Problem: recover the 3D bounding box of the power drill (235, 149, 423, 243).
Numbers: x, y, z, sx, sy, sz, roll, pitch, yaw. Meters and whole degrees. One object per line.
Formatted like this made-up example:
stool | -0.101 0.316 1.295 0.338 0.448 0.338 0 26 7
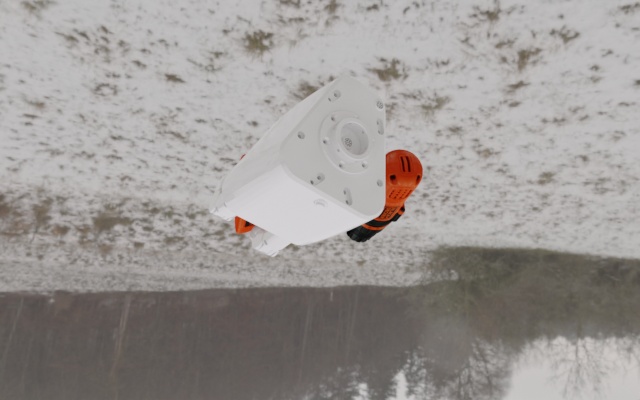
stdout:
power drill | 0.000 0.002 0.534 0.187 0.057 0.184 -1 -27 -14
